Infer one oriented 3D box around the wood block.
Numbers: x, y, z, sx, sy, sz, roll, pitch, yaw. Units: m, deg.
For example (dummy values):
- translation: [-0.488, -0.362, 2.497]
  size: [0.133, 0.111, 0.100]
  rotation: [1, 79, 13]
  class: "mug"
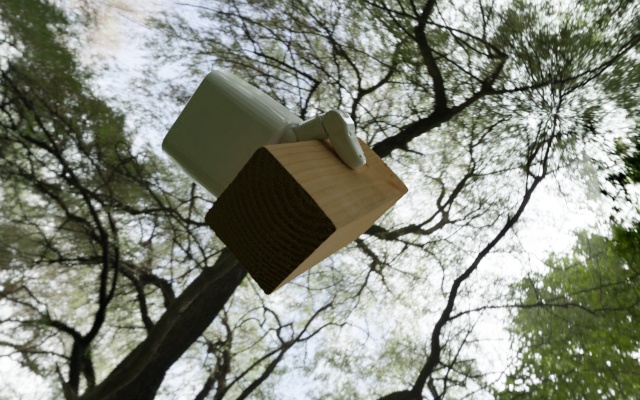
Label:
- translation: [0.000, 0.001, 0.467]
  size: [0.091, 0.090, 0.206]
  rotation: [-47, -11, 25]
  class: "wood block"
